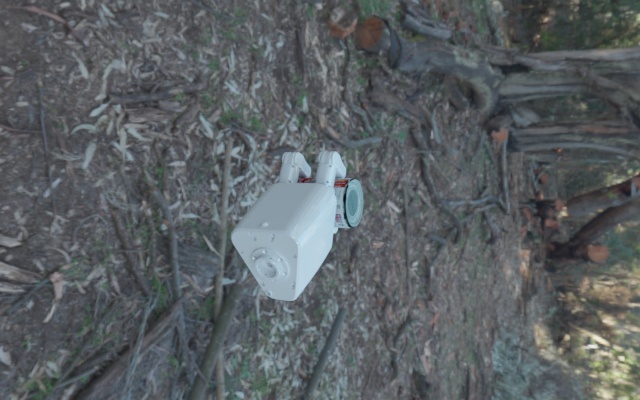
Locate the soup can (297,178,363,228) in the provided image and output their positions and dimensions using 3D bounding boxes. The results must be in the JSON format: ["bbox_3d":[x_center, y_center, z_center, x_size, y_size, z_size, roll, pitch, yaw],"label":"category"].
[{"bbox_3d":[0.001,0.002,0.658,0.102,0.068,0.068,1,1,25],"label":"soup can"}]
